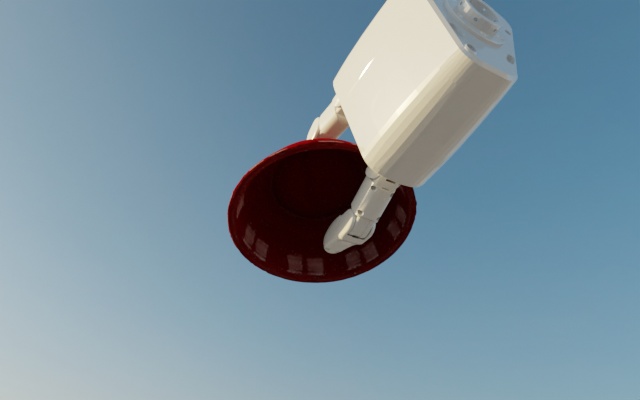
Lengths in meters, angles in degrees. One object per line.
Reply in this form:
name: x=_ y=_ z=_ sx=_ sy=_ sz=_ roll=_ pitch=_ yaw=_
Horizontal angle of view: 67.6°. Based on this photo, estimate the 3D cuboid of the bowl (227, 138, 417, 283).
bowl: x=-0.001 y=0.002 z=0.428 sx=0.162 sy=0.162 sz=0.055 roll=0 pitch=40 yaw=-7
